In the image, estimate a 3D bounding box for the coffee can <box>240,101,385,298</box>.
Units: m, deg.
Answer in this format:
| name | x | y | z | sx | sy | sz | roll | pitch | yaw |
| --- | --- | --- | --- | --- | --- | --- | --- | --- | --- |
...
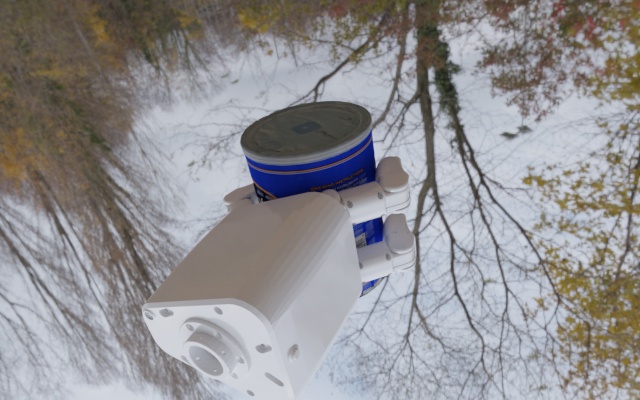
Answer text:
| name | x | y | z | sx | sy | sz | roll | pitch | yaw |
| --- | --- | --- | --- | --- | --- | --- | --- | --- | --- |
| coffee can | 0.000 | 0.001 | 0.402 | 0.103 | 0.140 | 0.102 | -8 | 31 | 5 |
